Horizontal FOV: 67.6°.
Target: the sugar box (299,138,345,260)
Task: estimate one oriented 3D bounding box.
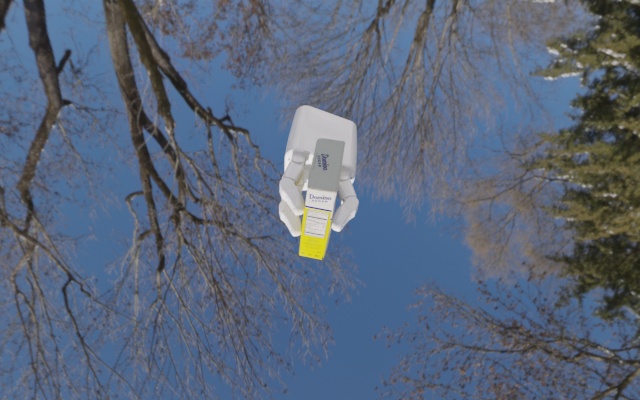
[{"bbox_3d":[0.000,0.002,0.695,0.048,0.093,0.176,8,-37,3],"label":"sugar box"}]
